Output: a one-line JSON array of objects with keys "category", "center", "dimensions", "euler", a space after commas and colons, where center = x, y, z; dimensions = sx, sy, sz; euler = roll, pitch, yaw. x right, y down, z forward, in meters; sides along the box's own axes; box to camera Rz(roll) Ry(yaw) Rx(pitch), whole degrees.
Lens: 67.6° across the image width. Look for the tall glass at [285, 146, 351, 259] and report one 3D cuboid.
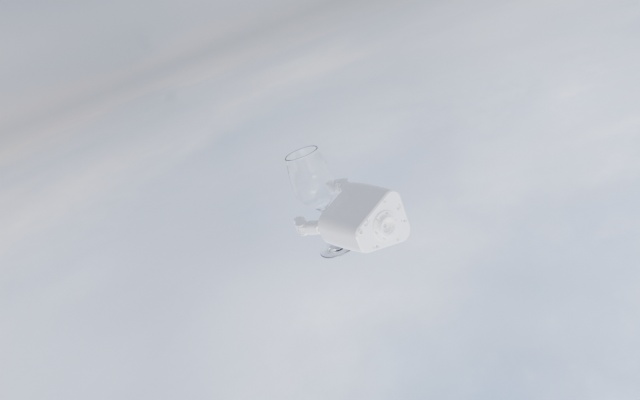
[{"category": "tall glass", "center": [0.000, 0.003, 0.875], "dimensions": [0.079, 0.201, 0.079], "euler": [-19, 21, 7]}]
